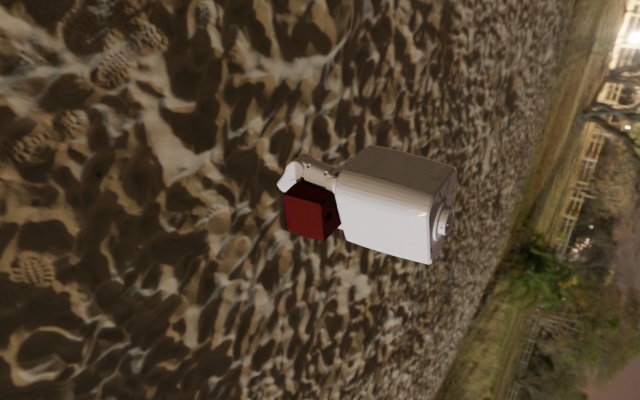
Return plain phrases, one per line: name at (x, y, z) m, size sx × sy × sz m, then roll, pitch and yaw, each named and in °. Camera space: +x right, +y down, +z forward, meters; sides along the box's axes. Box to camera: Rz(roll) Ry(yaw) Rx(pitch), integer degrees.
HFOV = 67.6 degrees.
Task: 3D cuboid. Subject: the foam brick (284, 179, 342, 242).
foam brick at (0.000, 0.002, 0.557) m, size 0.051 × 0.053 × 0.078 m, roll 17°, pitch 38°, yaw 27°
